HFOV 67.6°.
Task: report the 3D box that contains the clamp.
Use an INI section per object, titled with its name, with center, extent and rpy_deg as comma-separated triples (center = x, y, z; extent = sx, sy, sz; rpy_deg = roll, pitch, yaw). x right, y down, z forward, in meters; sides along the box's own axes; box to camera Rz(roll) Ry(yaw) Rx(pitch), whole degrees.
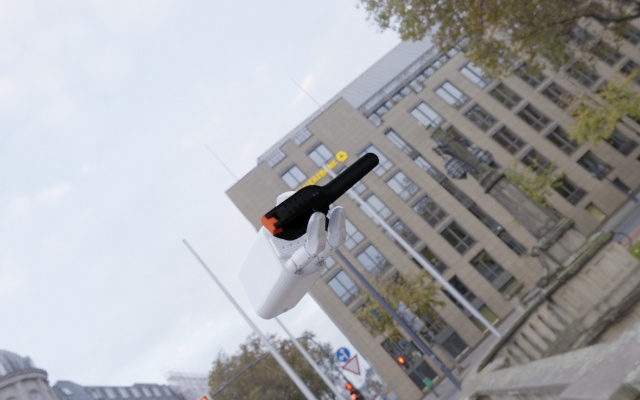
[clamp]
center = -0.001, 0.002, 0.701
extent = 0.036, 0.165, 0.210
rpy_deg = 43, 30, 23
